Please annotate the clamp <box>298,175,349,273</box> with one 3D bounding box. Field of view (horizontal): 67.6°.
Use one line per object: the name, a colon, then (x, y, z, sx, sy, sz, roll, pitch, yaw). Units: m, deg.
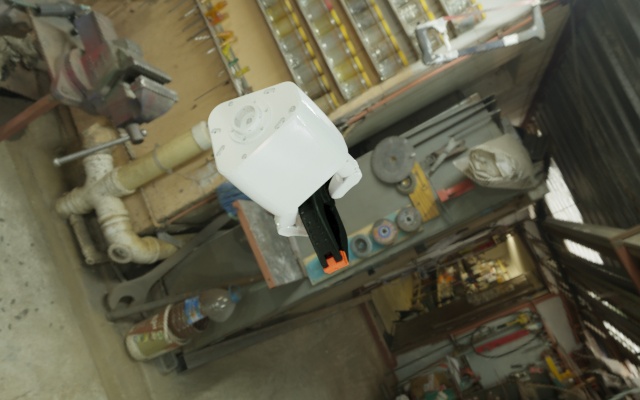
clamp: (0.001, 0.002, 0.620, 0.036, 0.209, 0.165, -28, -33, 15)
